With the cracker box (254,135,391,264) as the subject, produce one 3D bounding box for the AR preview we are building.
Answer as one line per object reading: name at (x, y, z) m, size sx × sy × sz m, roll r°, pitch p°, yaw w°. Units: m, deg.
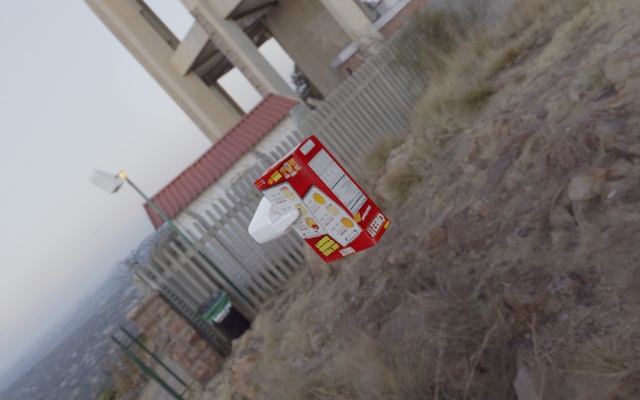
cracker box at (0.000, 0.003, 0.874) m, size 0.072 × 0.214 × 0.164 m, roll -49°, pitch 12°, yaw -35°
